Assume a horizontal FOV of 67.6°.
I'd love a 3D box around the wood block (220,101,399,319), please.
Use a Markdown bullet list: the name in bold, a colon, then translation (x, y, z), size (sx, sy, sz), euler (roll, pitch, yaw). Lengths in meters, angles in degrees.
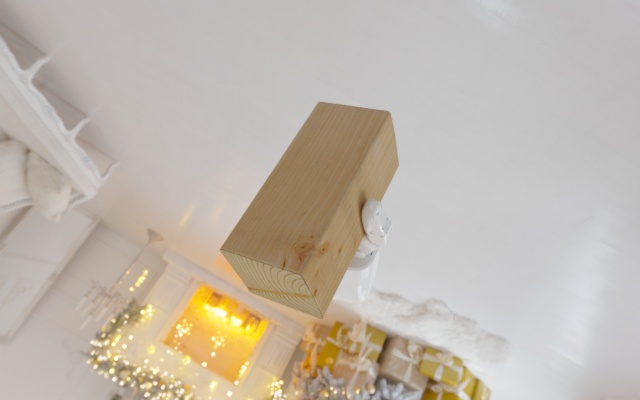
- **wood block**: translation (0.000, 0.002, 0.497), size (0.091, 0.206, 0.090), euler (14, -33, 26)
